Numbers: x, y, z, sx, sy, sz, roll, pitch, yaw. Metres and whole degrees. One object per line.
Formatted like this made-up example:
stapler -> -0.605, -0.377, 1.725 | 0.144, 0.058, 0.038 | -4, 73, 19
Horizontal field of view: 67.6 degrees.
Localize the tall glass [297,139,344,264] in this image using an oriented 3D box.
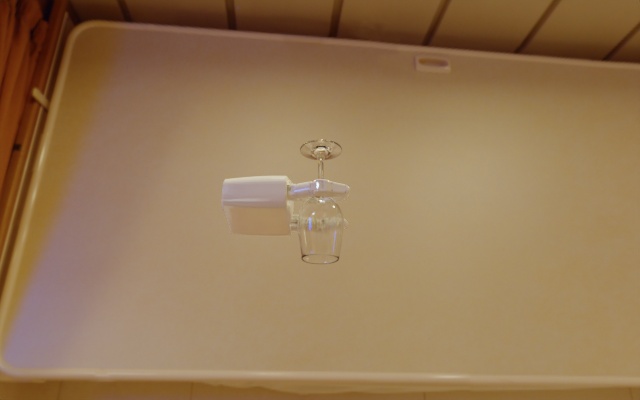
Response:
tall glass -> 0.000, 0.002, 0.806 | 0.079, 0.201, 0.079 | 0, -22, 0
